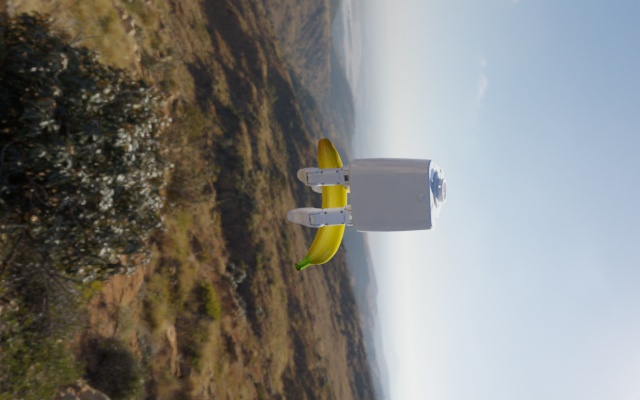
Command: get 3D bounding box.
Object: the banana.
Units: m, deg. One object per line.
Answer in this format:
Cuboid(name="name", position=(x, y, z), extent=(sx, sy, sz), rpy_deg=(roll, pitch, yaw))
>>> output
Cuboid(name="banana", position=(0.011, 0.009, 0.708), extent=(0.037, 0.197, 0.070), rpy_deg=(3, -10, 39))
